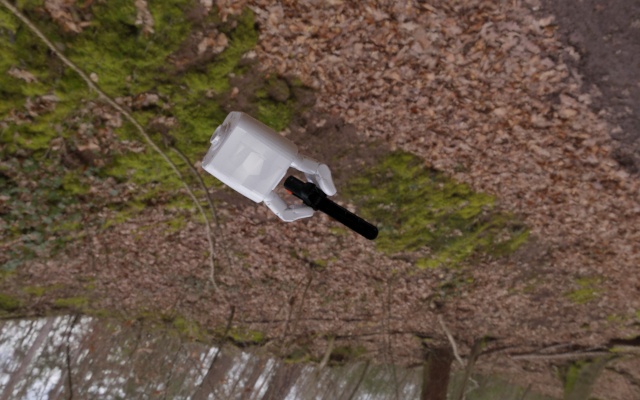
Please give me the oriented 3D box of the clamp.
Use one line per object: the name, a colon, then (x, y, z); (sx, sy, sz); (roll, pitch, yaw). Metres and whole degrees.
clamp: (-0.001, 0.003, 0.823); (0.164, 0.036, 0.210); (35, -4, -26)
